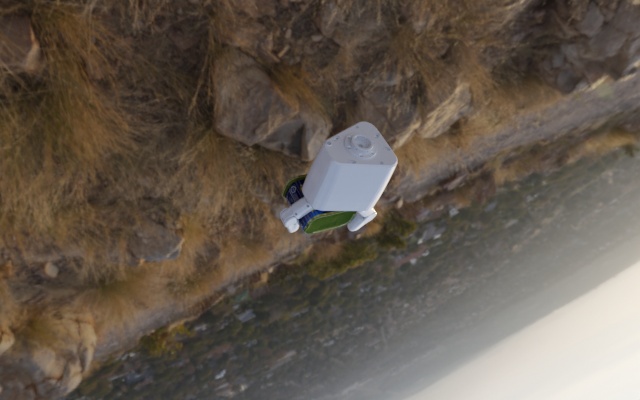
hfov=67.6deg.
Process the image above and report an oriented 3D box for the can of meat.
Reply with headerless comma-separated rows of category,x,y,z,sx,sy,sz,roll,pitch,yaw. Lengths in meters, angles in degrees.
can of meat,0.000,0.003,0.793,0.102,0.084,0.057,-13,-31,-31
